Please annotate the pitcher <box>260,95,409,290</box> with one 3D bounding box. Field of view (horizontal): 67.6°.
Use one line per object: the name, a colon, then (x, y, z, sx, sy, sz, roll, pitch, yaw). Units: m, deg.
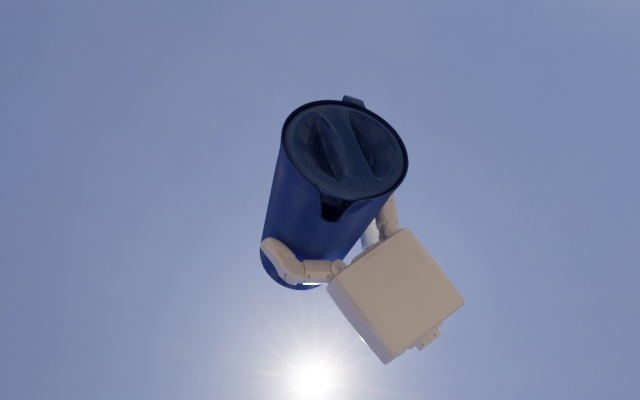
pitcher: (0.000, 0.002, 0.574, 0.149, 0.145, 0.243, -25, -24, -31)
